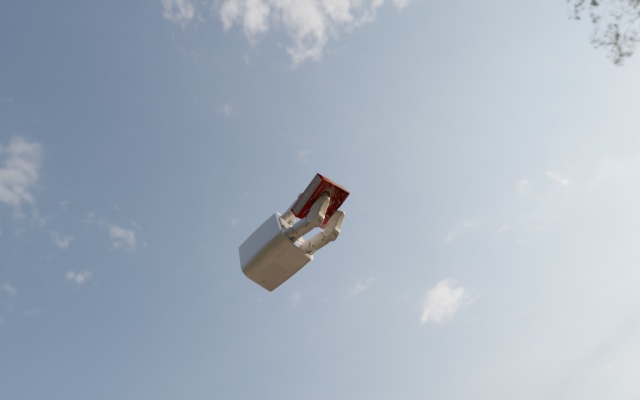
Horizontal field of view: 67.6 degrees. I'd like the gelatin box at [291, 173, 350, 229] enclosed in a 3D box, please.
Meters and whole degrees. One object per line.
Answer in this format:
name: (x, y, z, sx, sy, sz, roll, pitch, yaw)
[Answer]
gelatin box: (0.000, 0.002, 0.882, 0.073, 0.089, 0.030, 27, 15, -39)
